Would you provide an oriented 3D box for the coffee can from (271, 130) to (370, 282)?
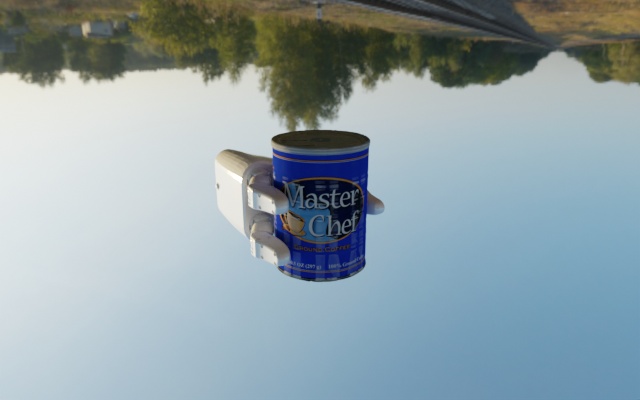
[{"bbox_3d":[0.000,0.002,0.515,0.103,0.140,0.102,0,18,0],"label":"coffee can"}]
